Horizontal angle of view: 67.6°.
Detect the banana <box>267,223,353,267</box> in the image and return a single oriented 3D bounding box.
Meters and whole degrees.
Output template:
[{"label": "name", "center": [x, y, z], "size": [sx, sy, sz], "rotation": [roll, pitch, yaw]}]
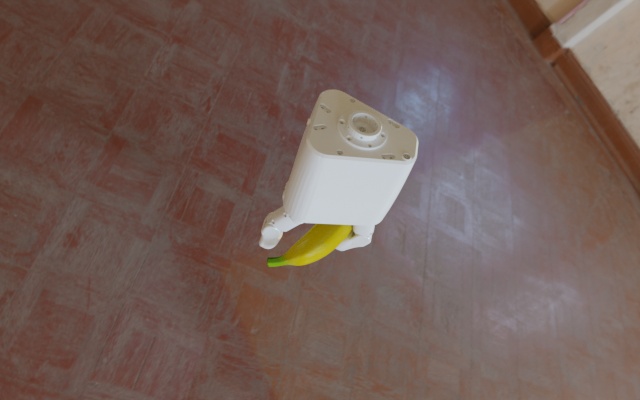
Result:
[{"label": "banana", "center": [0.014, 0.011, 0.581], "size": [0.069, 0.197, 0.037], "rotation": [22, -36, 21]}]
